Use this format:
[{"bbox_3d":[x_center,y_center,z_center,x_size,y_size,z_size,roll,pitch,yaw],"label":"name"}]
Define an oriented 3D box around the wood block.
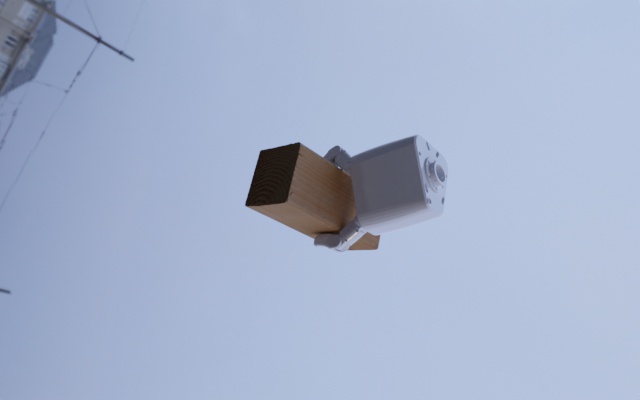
[{"bbox_3d":[0.000,0.003,0.722,0.090,0.090,0.206,-5,-25,43],"label":"wood block"}]
